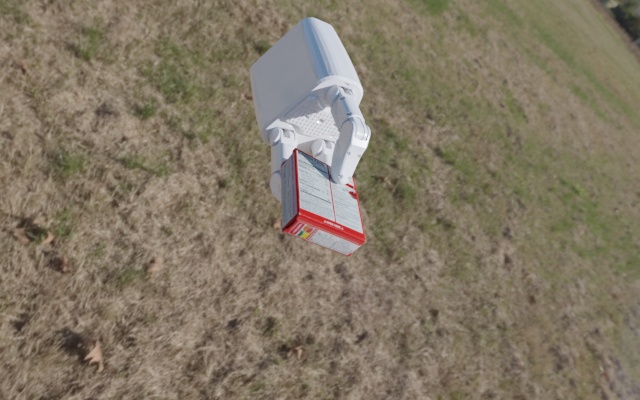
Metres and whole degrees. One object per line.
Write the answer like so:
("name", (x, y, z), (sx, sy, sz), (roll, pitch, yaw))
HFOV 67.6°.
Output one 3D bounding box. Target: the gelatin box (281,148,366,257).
("gelatin box", (0.000, 0.001, 0.446), (0.073, 0.089, 0.030), (24, -52, -28))
